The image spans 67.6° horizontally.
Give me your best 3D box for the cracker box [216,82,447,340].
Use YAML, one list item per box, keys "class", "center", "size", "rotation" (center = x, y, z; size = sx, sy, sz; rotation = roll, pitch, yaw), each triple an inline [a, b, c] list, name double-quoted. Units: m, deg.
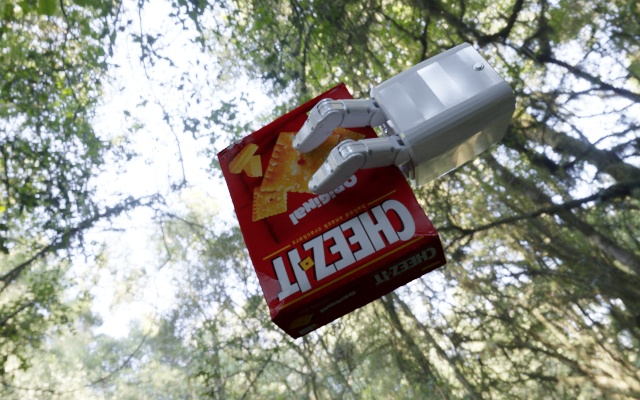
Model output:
- class: "cracker box"
  center: [0.000, 0.002, 0.482]
  size: [0.164, 0.213, 0.072]
  rotation: [-28, -35, 4]
